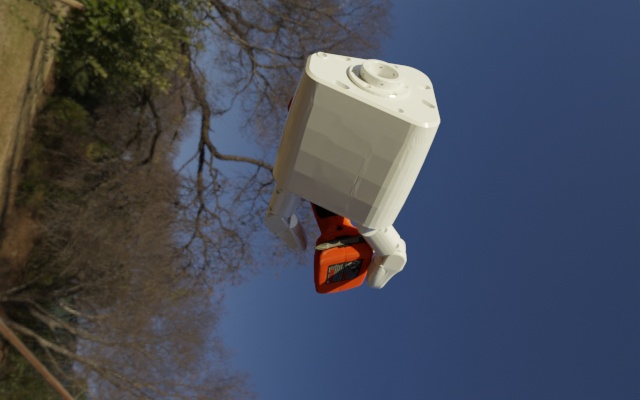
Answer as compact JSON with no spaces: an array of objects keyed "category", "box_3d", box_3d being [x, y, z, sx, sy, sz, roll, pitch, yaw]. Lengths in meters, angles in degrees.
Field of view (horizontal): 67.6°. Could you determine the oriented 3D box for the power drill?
[{"category":"power drill","box_3d":[0.000,0.002,0.526,0.057,0.187,0.184,-13,-27,-7]}]
